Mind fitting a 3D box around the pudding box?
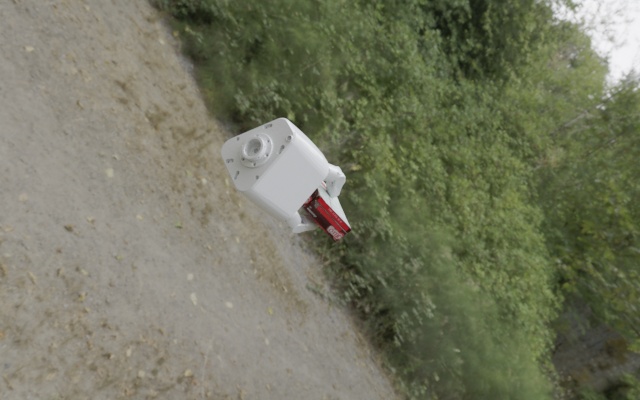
[{"bbox_3d":[0.000,0.002,0.769,0.039,0.090,0.113,-36,31,11],"label":"pudding box"}]
